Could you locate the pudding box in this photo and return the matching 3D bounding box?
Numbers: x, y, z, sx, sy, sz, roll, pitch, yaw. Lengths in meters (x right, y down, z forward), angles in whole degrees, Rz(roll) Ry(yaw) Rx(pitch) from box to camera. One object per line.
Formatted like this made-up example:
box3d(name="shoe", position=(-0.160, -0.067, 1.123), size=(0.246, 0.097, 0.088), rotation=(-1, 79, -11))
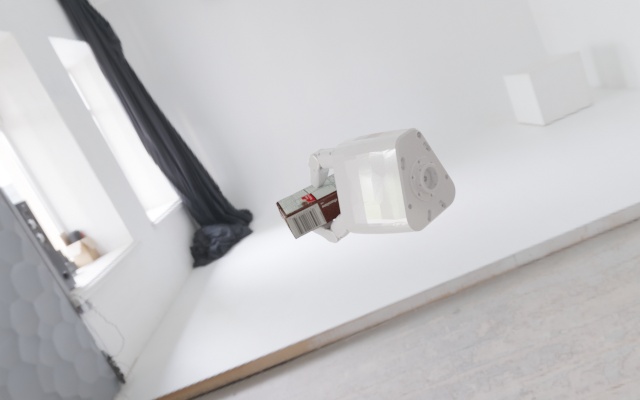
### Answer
box3d(name="pudding box", position=(0.000, 0.002, 0.659), size=(0.113, 0.039, 0.090), rotation=(-25, 16, -7))
